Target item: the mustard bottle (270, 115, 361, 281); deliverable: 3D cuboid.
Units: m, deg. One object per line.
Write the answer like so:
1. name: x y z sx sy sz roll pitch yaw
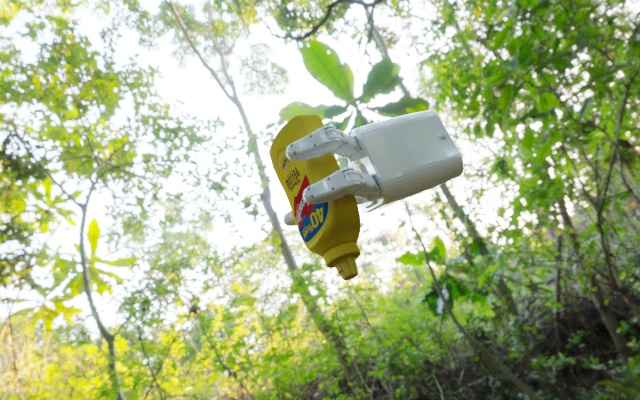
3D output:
1. mustard bottle: 0.000 0.002 0.554 0.058 0.191 0.096 -7 -27 -34
